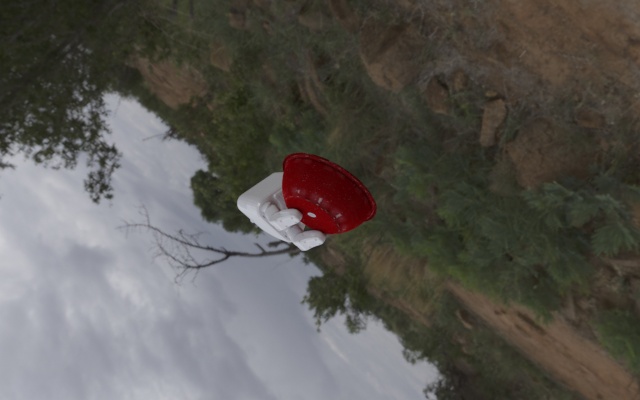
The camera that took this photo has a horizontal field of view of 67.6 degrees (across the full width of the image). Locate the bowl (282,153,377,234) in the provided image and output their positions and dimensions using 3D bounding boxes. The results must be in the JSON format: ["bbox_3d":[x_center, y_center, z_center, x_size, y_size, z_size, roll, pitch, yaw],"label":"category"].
[{"bbox_3d":[0.000,0.002,0.711,0.162,0.055,0.162,26,-25,13],"label":"bowl"}]
